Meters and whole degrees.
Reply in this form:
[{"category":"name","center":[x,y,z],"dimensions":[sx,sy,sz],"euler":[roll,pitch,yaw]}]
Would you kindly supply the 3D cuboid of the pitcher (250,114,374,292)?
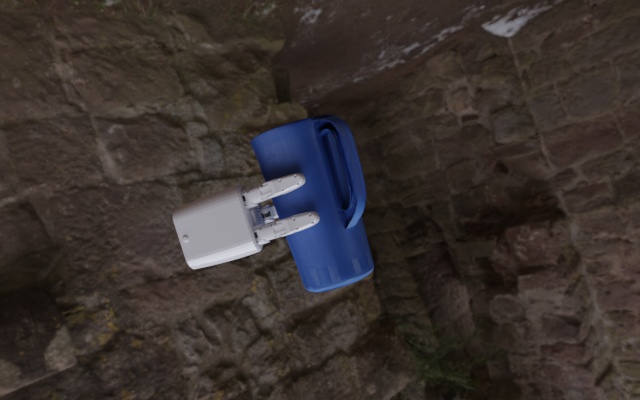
[{"category":"pitcher","center":[0.000,0.002,0.696],"dimensions":[0.145,0.243,0.149],"euler":[-18,0,5]}]
